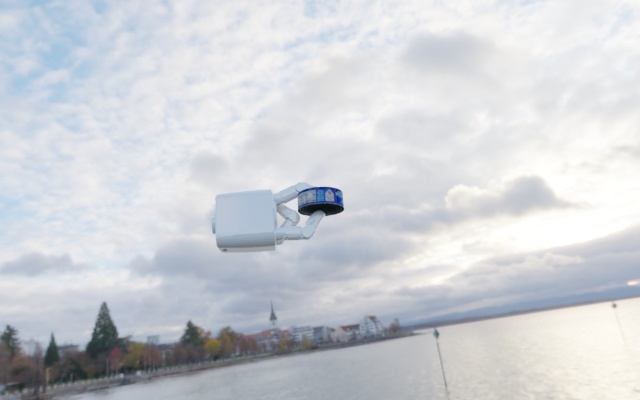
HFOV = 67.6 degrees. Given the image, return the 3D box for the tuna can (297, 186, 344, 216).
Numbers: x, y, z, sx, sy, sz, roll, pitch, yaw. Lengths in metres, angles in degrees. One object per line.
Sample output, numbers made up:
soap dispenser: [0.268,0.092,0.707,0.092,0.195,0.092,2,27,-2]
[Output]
tuna can: [0.000,0.002,0.876,0.086,0.033,0.086,-3,-17,-1]
